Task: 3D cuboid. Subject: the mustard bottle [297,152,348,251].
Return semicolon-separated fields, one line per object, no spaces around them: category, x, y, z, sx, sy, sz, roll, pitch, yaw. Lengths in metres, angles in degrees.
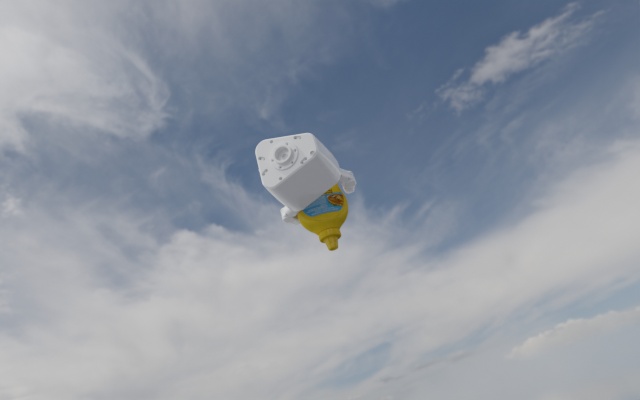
mustard bottle;0.000;0.003;0.890;0.096;0.191;0.058;-12;-26;-8
